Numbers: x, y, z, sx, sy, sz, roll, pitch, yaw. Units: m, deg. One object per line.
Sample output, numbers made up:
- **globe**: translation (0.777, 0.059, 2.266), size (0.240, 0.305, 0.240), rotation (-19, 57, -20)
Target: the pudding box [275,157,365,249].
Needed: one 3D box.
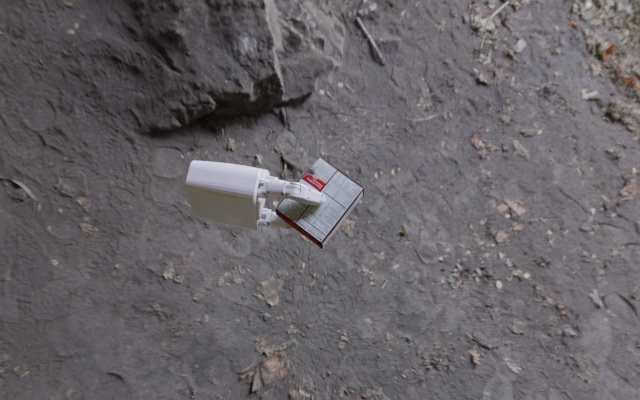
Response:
- **pudding box**: translation (0.000, 0.002, 0.728), size (0.090, 0.113, 0.039), rotation (37, -12, 9)
